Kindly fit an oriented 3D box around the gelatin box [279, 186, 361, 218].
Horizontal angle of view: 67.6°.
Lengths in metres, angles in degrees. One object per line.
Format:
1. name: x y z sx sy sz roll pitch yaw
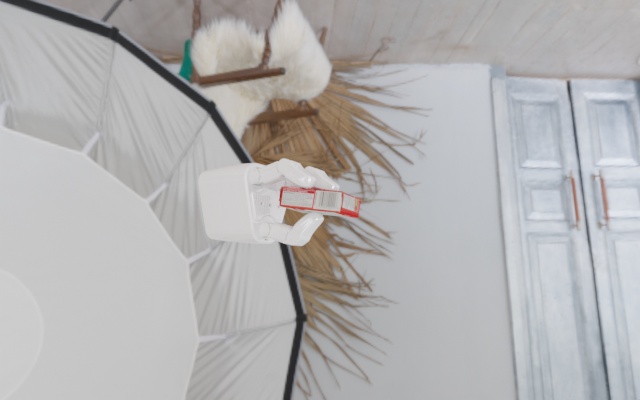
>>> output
1. gelatin box: 0.000 0.003 0.636 0.089 0.030 0.073 6 -5 24
